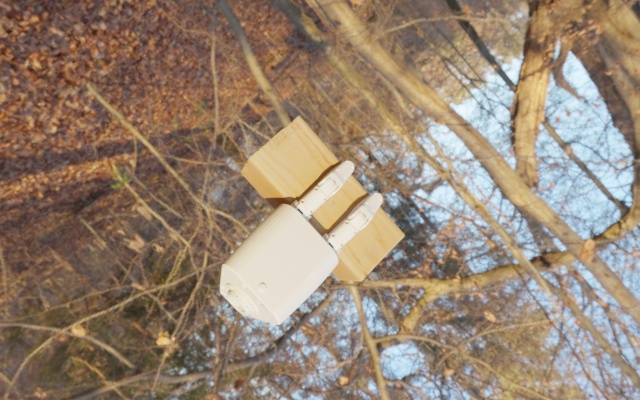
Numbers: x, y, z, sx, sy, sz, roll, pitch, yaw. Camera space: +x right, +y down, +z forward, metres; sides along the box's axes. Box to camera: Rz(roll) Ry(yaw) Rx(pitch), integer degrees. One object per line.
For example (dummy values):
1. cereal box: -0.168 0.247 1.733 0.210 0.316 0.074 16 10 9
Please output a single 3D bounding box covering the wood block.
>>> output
1. wood block: 0.000 0.002 0.639 0.090 0.206 0.091 -43 6 -18
